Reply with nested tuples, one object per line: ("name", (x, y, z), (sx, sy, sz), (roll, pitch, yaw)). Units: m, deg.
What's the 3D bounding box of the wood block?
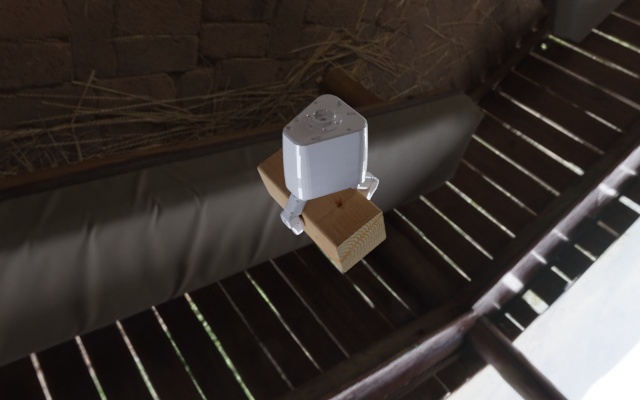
("wood block", (0.000, 0.003, 0.771), (0.091, 0.206, 0.090), (-38, -32, -13))
